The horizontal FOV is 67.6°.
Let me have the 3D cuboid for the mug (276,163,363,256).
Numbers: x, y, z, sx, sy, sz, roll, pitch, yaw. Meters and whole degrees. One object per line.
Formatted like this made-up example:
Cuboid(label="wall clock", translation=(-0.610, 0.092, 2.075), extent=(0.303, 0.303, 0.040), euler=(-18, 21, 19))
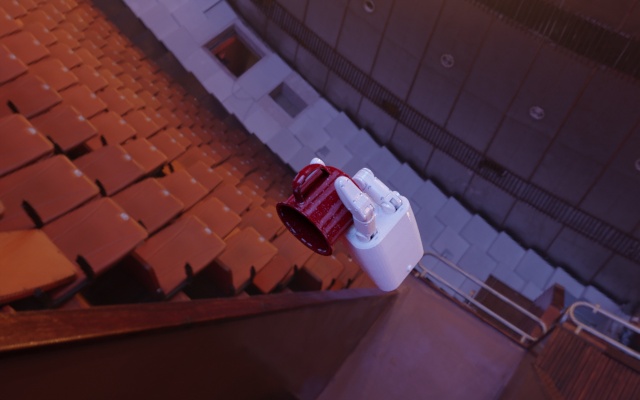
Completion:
Cuboid(label="mug", translation=(0.000, 0.001, 0.601), extent=(0.093, 0.117, 0.081), euler=(23, 60, 42))
